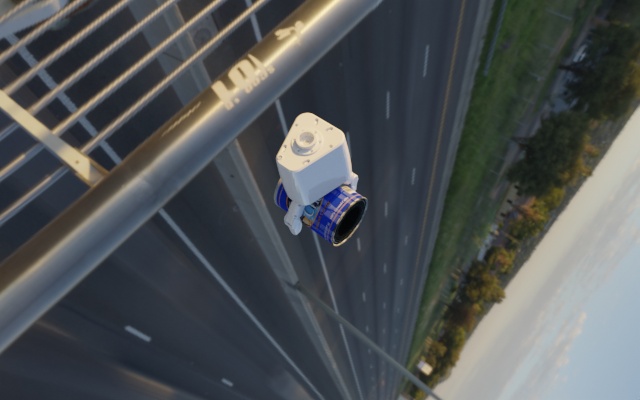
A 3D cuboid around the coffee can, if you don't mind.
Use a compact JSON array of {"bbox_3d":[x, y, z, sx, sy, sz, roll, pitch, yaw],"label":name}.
[{"bbox_3d":[0.000,0.003,0.872,0.140,0.103,0.103,34,15,23],"label":"coffee can"}]
